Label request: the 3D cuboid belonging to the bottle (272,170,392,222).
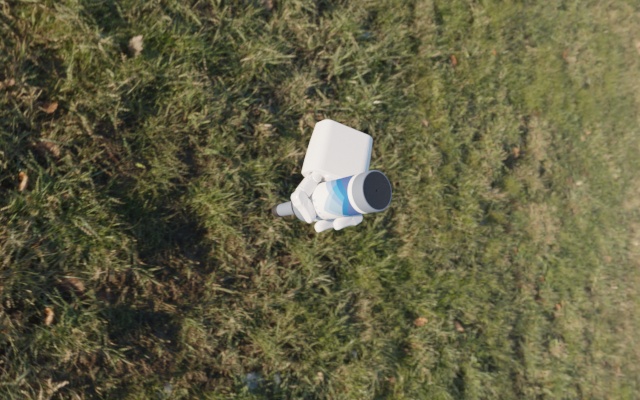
[{"bbox_3d":[0.000,0.003,0.870,0.069,0.069,0.296,0,-7,-38],"label":"bottle"}]
